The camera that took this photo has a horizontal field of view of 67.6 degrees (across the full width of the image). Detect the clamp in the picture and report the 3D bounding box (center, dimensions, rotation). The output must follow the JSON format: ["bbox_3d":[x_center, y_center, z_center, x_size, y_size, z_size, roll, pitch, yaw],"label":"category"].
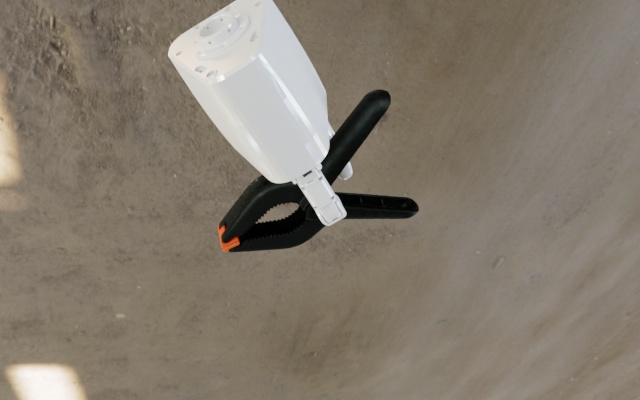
[{"bbox_3d":[0.000,0.002,0.480,0.210,0.036,0.165,-30,-47,5],"label":"clamp"}]
